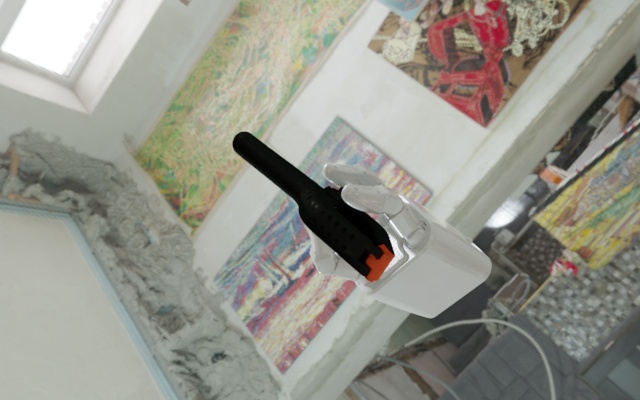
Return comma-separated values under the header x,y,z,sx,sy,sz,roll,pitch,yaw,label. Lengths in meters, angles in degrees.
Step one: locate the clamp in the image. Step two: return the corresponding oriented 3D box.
x,y,z,sx,sy,sz,roll,pitch,yaw,label
0.000,0.003,0.464,0.164,0.036,0.210,24,16,-29,clamp
